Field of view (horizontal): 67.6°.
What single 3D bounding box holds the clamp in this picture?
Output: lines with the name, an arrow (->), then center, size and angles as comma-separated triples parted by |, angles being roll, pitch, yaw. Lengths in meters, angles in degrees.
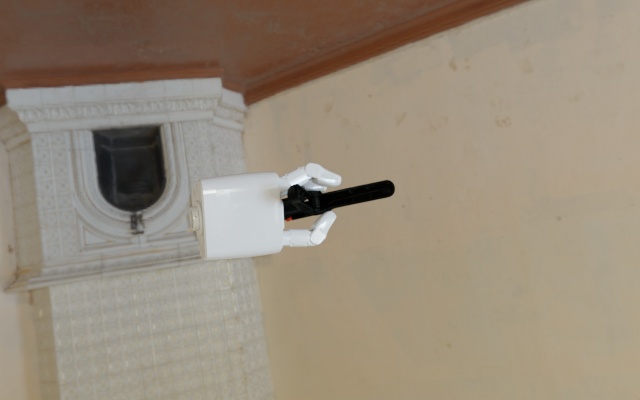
clamp -> 0.000, 0.003, 0.717 | 0.164, 0.036, 0.210 | -4, -9, -23
